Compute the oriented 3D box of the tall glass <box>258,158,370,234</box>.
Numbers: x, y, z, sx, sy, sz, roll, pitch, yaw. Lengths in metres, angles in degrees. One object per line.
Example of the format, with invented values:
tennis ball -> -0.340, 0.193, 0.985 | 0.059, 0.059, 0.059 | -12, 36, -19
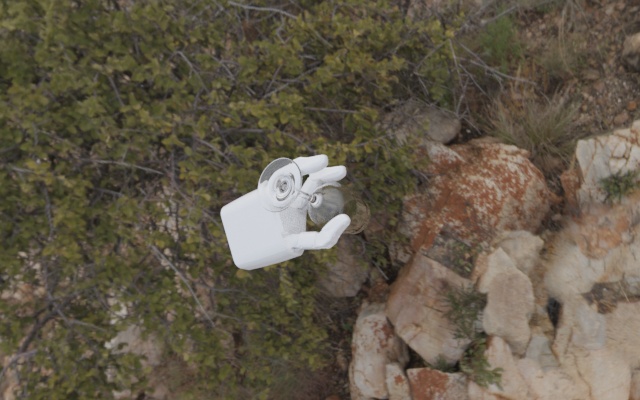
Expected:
tall glass -> 0.000, 0.002, 0.708 | 0.079, 0.079, 0.201 | 0, -13, 35
